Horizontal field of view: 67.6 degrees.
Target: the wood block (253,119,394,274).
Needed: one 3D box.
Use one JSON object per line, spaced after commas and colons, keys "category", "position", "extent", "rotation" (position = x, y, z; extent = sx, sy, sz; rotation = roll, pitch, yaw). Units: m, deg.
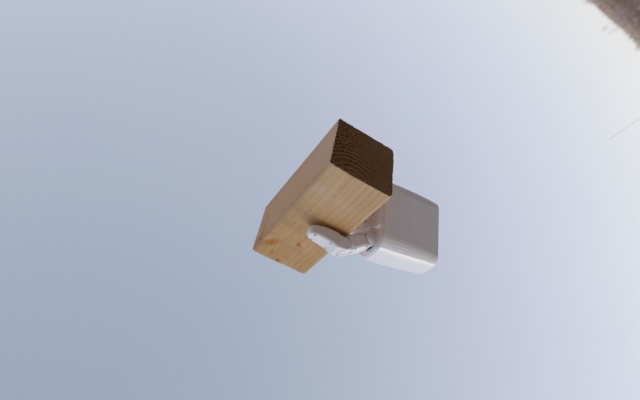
{"category": "wood block", "position": [0.000, 0.003, 0.649], "extent": [0.090, 0.090, 0.206], "rotation": [28, -47, -17]}
